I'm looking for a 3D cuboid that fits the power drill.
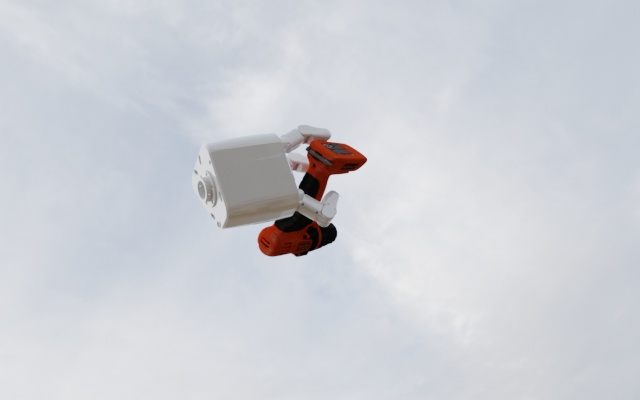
[{"bbox_3d":[0.000,0.002,0.746,0.057,0.188,0.184,35,20,26],"label":"power drill"}]
